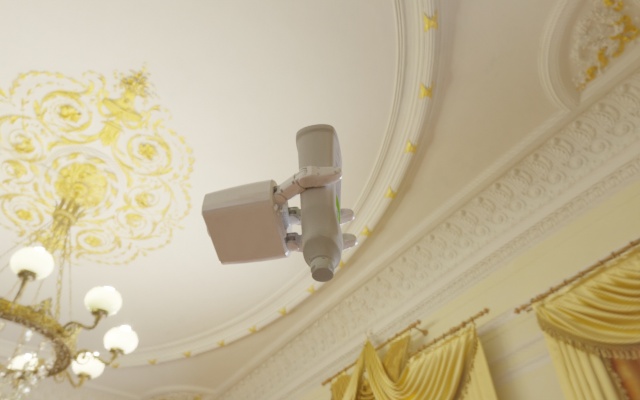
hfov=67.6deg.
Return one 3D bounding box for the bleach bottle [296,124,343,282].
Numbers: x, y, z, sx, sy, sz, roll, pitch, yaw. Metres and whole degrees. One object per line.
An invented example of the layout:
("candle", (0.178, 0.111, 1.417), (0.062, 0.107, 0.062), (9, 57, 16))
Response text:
("bleach bottle", (0.000, 0.002, 0.684), (0.068, 0.103, 0.250), (-9, 43, 8))
